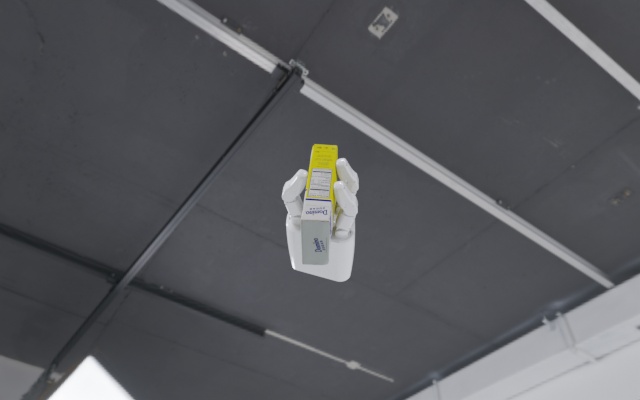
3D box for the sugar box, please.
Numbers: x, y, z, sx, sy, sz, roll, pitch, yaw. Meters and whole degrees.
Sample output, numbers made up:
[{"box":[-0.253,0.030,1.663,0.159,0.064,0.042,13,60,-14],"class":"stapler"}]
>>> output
[{"box":[0.001,0.002,0.722,0.048,0.093,0.176,2,43,2],"class":"sugar box"}]
